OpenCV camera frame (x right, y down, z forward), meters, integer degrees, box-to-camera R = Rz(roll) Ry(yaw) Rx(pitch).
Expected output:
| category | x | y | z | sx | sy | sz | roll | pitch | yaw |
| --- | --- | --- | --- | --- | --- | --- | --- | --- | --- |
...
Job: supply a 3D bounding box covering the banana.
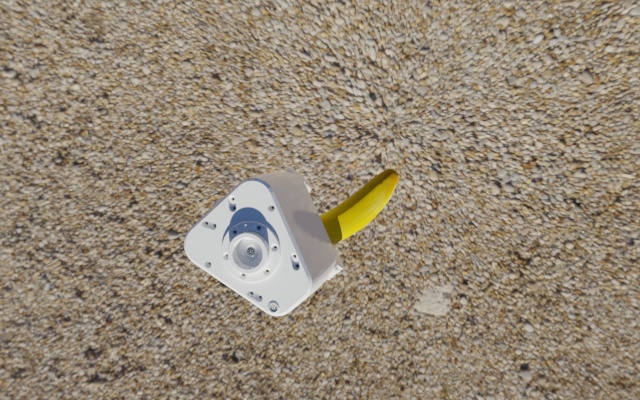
| category | x | y | z | sx | sy | sz | roll | pitch | yaw |
| --- | --- | --- | --- | --- | --- | --- | --- | --- | --- |
| banana | 0.002 | 0.021 | 0.557 | 0.198 | 0.069 | 0.037 | -15 | -4 | 12 |
